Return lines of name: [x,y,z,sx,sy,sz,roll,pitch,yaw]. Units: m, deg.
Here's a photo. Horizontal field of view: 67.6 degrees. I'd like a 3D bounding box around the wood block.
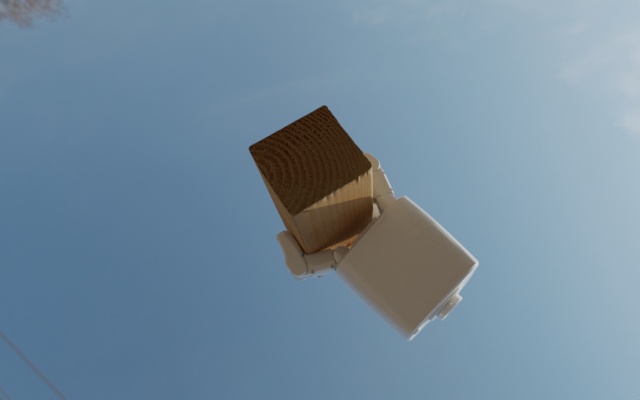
wood block: [0.000,0.002,0.539,0.091,0.090,0.206,-31,-24,-8]
